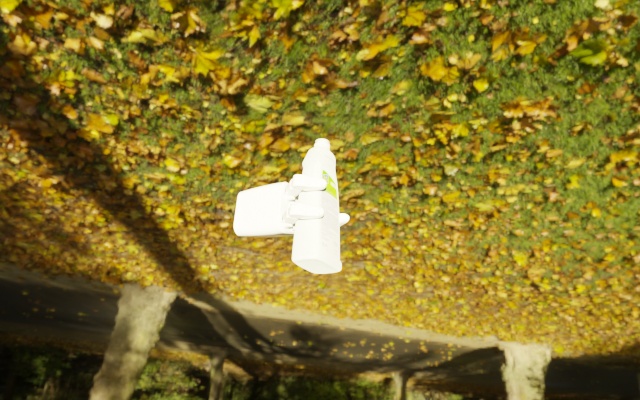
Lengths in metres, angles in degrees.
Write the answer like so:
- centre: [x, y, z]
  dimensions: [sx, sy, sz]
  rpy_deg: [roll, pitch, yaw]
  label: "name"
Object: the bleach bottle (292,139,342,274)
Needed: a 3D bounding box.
- centre: [0.000, 0.003, 0.896]
  dimensions: [0.068, 0.250, 0.103]
  rpy_deg: [-9, -27, 28]
  label: "bleach bottle"
